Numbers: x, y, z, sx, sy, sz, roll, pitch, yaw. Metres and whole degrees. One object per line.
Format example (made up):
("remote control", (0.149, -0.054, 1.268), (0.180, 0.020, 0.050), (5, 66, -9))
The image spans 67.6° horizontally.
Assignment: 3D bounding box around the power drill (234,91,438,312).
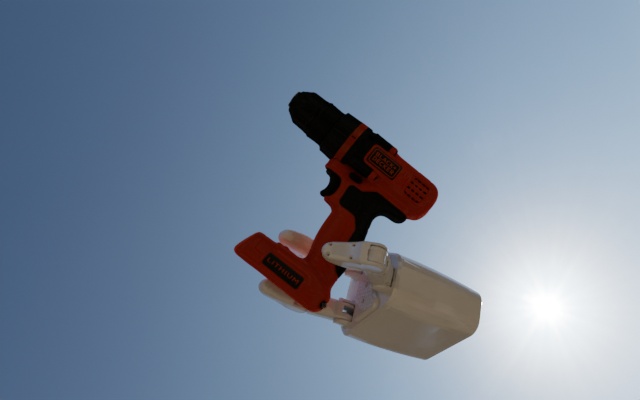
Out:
("power drill", (0.000, 0.002, 0.485), (0.184, 0.187, 0.057), (39, -9, 5))
